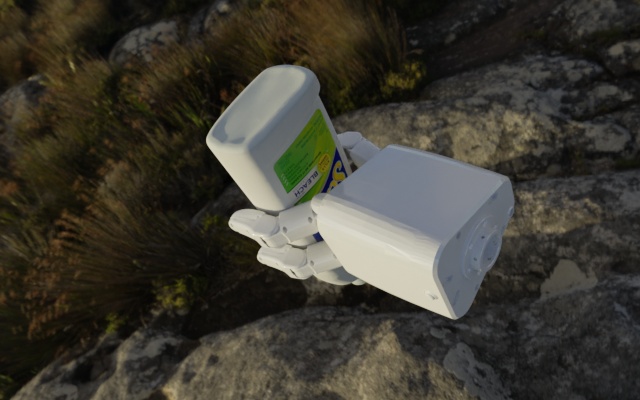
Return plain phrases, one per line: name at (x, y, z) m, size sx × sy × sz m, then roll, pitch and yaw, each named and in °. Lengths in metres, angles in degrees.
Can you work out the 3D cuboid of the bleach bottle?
bleach bottle at (0.000, 0.002, 0.458) m, size 0.068 × 0.102 × 0.251 m, roll 21°, pitch -25°, yaw 40°
